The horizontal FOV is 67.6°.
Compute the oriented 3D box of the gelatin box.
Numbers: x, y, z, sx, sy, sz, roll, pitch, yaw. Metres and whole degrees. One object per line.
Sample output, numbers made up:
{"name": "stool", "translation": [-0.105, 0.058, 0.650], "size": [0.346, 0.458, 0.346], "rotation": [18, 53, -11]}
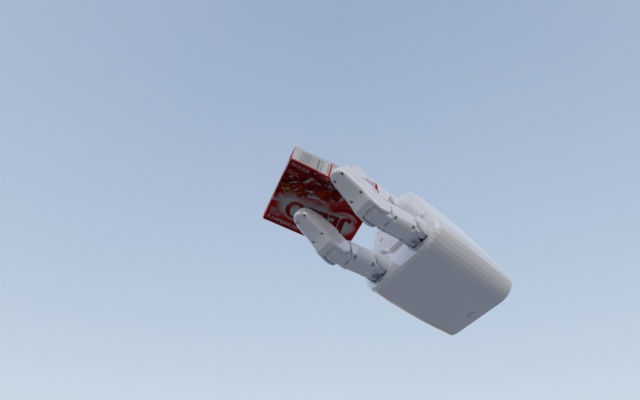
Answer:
{"name": "gelatin box", "translation": [0.000, 0.001, 0.453], "size": [0.089, 0.073, 0.030], "rotation": [25, 32, -6]}
